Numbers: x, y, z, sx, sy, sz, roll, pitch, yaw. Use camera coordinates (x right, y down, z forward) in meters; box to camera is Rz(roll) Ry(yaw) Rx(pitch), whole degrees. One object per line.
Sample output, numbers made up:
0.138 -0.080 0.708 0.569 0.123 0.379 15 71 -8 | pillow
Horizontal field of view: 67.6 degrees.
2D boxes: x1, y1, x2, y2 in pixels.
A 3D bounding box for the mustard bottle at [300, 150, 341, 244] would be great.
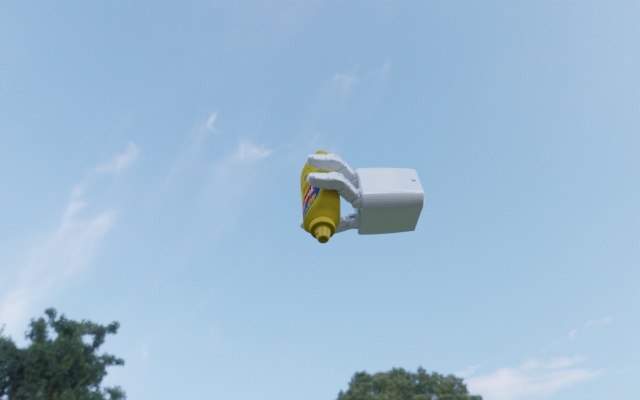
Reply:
0.000 0.002 0.815 0.058 0.096 0.191 17 35 -17 | mustard bottle
